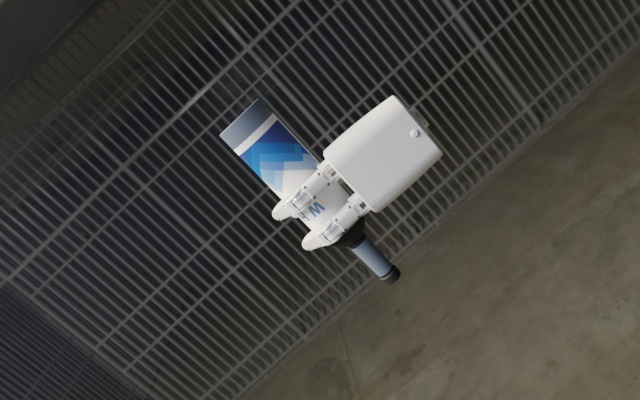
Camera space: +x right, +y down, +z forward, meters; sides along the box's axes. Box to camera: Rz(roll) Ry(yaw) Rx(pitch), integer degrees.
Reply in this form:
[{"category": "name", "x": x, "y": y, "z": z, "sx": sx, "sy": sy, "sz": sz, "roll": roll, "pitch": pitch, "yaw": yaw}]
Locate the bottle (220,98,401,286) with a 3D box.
[{"category": "bottle", "x": 0.000, "y": 0.002, "z": 0.612, "sx": 0.069, "sy": 0.296, "sz": 0.069, "roll": -41, "pitch": 14, "yaw": 12}]
